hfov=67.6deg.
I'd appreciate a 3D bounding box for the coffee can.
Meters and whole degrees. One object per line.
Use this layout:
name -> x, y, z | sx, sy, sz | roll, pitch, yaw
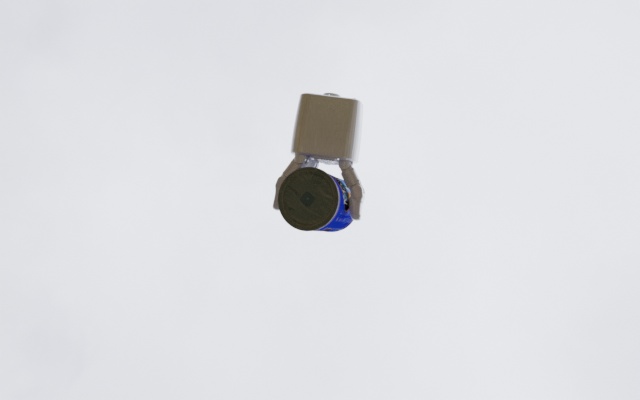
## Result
coffee can -> 0.000, 0.003, 0.821 | 0.103, 0.103, 0.140 | 0, -4, 17
